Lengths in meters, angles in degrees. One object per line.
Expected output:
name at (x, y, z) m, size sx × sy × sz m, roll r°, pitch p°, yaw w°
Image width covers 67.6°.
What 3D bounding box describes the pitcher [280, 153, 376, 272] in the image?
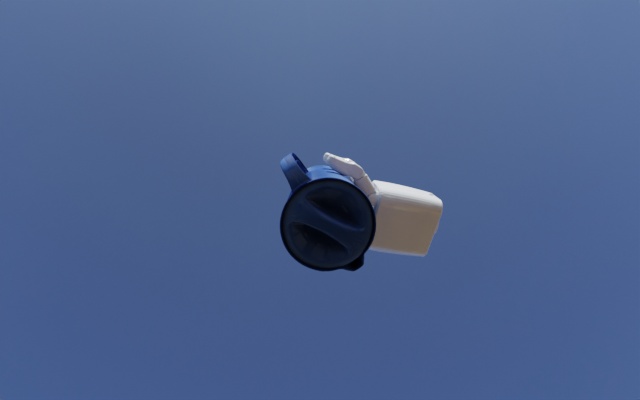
pitcher at (0.000, 0.003, 0.763) m, size 0.145 × 0.149 × 0.242 m, roll 9°, pitch 11°, yaw -5°
